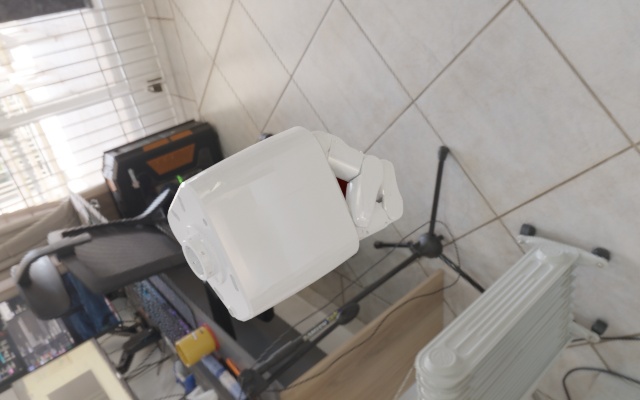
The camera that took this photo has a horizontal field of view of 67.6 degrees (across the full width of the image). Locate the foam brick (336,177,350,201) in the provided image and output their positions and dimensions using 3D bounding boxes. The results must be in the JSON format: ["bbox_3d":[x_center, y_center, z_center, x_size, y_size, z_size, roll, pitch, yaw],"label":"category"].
[{"bbox_3d":[0.000,0.002,0.452,0.051,0.053,0.078,-31,-4,-32],"label":"foam brick"}]
